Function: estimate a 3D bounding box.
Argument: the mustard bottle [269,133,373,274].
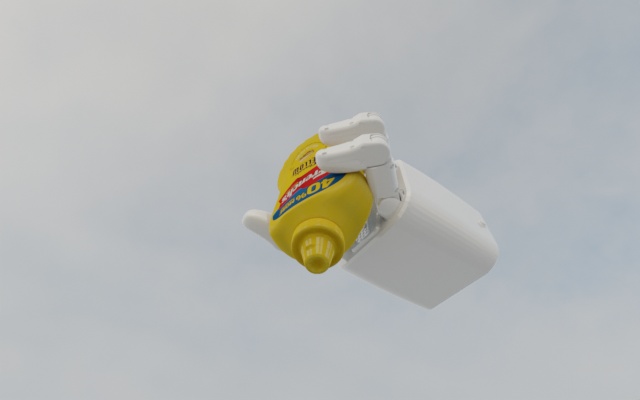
[{"bbox_3d":[0.000,0.001,0.425,0.096,0.058,0.191,-30,24,16],"label":"mustard bottle"}]
